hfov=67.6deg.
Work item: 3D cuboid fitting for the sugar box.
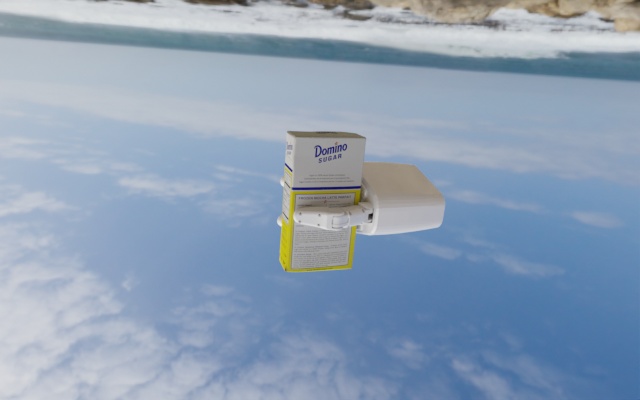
[{"bbox_3d":[0.000,0.002,0.604,0.093,0.176,0.048,-1,17,-19],"label":"sugar box"}]
